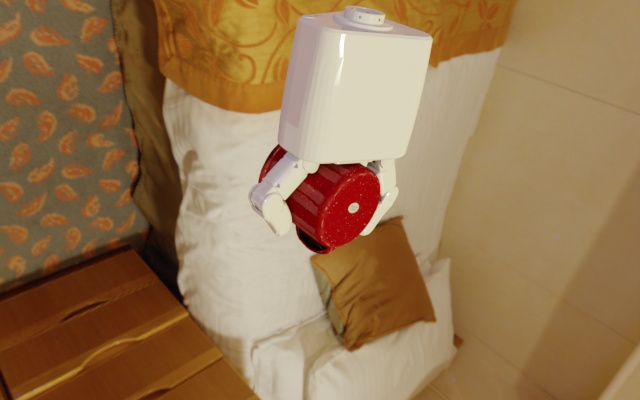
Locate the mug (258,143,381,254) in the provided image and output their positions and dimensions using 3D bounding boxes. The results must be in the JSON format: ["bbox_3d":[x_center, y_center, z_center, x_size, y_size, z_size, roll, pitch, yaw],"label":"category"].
[{"bbox_3d":[0.000,0.003,0.458,0.093,0.117,0.081,-19,41,-40],"label":"mug"}]
